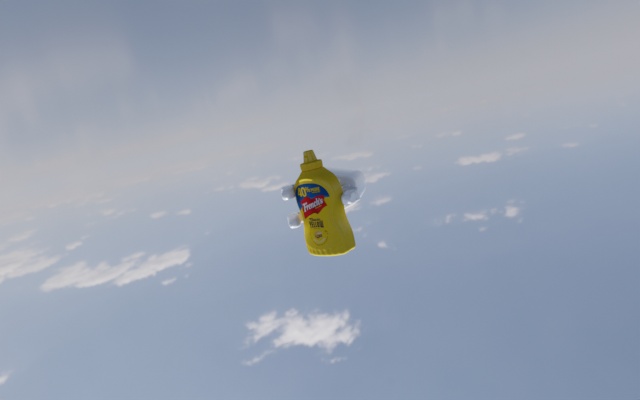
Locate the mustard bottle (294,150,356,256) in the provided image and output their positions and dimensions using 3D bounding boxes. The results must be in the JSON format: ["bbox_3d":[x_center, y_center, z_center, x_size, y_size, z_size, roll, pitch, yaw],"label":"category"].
[{"bbox_3d":[0.000,0.003,0.865,0.096,0.191,0.058,-5,13,42],"label":"mustard bottle"}]
